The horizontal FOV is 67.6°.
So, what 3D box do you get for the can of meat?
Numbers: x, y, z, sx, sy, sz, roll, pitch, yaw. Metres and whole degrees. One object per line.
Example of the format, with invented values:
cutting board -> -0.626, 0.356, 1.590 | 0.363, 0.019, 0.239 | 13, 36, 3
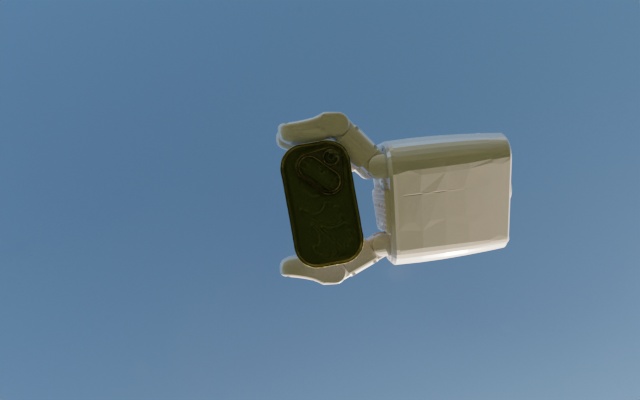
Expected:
can of meat -> 0.000, 0.001, 0.427 | 0.057, 0.102, 0.084 | -10, 3, -2
